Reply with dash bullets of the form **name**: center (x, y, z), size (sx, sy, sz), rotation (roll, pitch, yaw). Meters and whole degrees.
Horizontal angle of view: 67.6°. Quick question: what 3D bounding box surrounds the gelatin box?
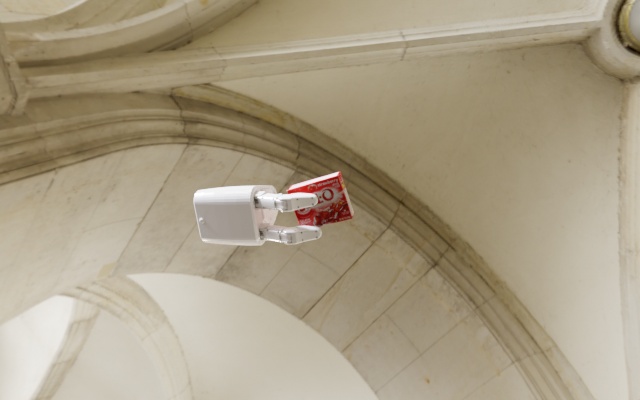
- **gelatin box**: center (0.001, 0.002, 0.753), size (0.089, 0.073, 0.030), rotation (-15, 14, 15)
